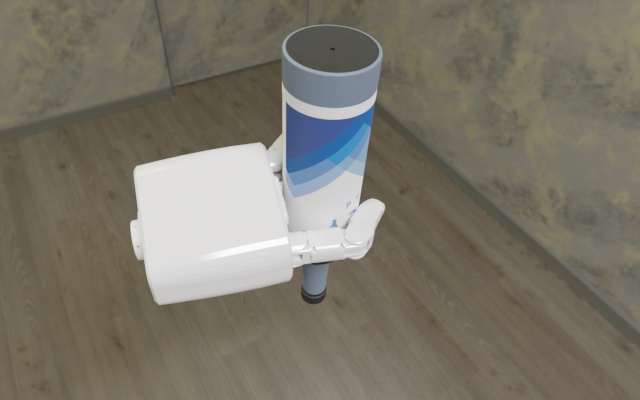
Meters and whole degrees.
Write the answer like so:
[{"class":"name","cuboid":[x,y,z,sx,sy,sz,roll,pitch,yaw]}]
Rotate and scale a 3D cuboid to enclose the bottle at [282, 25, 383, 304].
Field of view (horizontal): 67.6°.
[{"class":"bottle","cuboid":[0.000,0.001,0.419,0.069,0.069,0.296,0,-44,-4]}]
